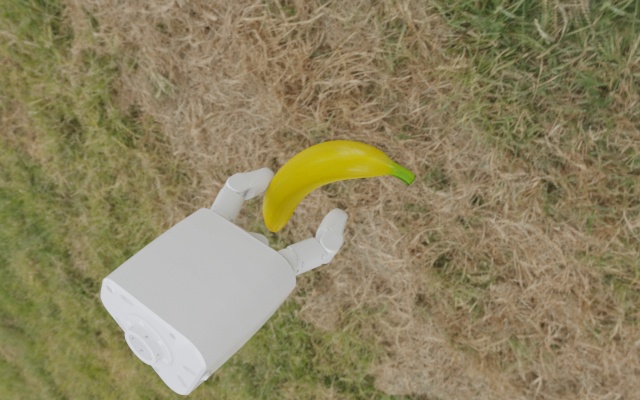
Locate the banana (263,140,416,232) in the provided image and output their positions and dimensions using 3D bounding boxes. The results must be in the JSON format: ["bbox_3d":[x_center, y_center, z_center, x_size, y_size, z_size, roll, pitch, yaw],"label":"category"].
[{"bbox_3d":[-0.007,-0.015,0.464,0.198,0.069,0.037,-20,15,44],"label":"banana"}]
